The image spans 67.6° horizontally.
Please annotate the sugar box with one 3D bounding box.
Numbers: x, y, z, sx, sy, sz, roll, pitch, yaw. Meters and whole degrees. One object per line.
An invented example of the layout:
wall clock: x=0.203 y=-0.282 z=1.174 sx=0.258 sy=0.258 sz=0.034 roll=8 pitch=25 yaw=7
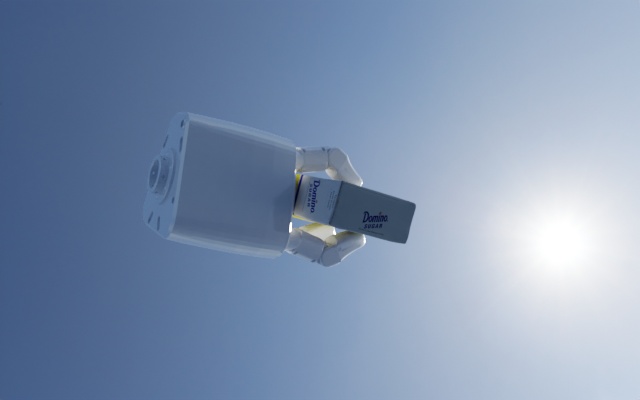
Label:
sugar box: x=0.000 y=0.002 z=0.485 sx=0.093 sy=0.048 sz=0.176 roll=15 pitch=1 yaw=-34
